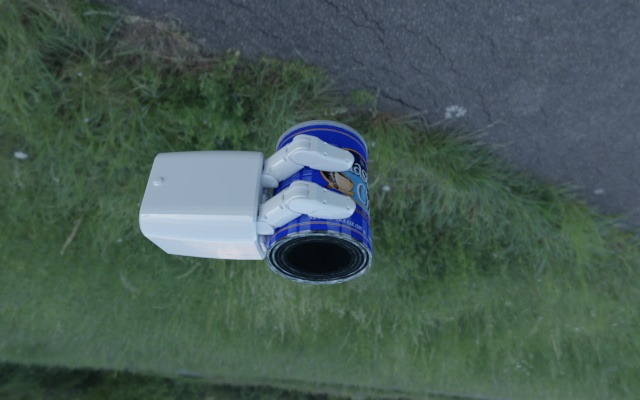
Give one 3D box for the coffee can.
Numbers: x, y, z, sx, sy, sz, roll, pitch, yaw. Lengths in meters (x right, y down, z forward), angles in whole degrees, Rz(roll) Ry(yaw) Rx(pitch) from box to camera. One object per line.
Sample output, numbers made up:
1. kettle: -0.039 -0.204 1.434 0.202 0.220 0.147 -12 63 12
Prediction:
1. coffee can: 0.000 0.002 0.498 0.103 0.140 0.103 1 -36 1
